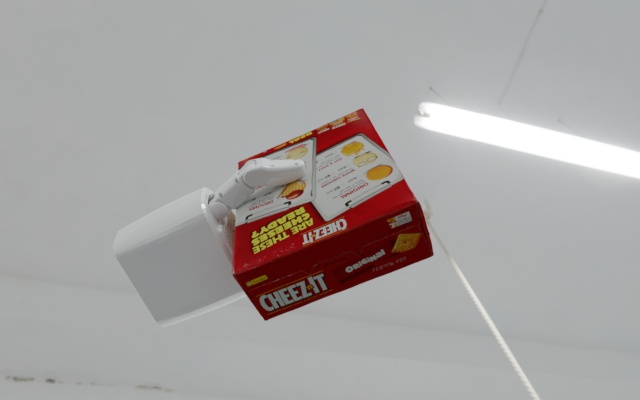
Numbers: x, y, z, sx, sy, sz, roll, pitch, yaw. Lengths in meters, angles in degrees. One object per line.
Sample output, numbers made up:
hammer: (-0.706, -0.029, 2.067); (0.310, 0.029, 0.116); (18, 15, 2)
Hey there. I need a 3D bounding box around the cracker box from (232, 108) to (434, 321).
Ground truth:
cracker box: (0.000, 0.001, 0.486); (0.164, 0.072, 0.213); (-22, 32, 5)
